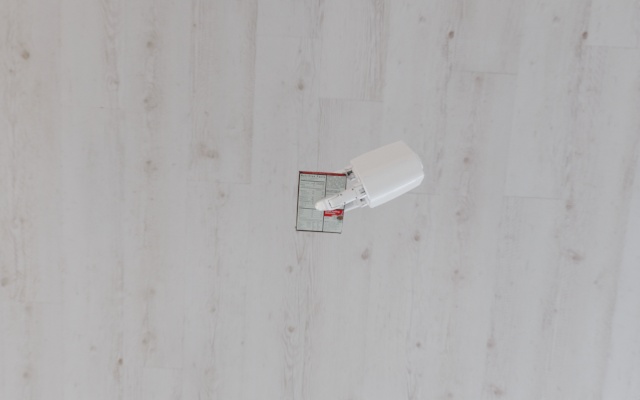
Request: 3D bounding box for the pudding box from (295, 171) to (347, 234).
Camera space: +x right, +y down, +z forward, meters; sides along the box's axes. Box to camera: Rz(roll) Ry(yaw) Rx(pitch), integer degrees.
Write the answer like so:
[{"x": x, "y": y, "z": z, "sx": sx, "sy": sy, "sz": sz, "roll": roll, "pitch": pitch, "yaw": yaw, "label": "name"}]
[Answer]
[{"x": 0.000, "y": 0.003, "z": 0.887, "sx": 0.090, "sy": 0.113, "sz": 0.039, "roll": 4, "pitch": 7, "yaw": -2, "label": "pudding box"}]
